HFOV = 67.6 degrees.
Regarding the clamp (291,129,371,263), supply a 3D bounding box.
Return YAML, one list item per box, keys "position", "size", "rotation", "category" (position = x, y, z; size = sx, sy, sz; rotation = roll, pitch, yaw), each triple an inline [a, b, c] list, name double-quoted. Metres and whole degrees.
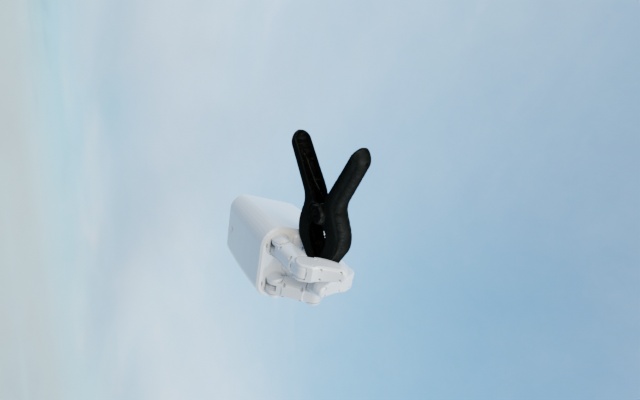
- position: [0.001, 0.002, 0.553]
  size: [0.039, 0.171, 0.120]
  rotation: [-6, 29, -34]
  category: "clamp"
